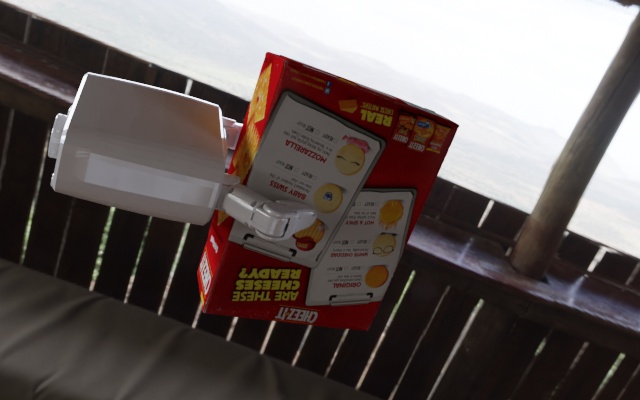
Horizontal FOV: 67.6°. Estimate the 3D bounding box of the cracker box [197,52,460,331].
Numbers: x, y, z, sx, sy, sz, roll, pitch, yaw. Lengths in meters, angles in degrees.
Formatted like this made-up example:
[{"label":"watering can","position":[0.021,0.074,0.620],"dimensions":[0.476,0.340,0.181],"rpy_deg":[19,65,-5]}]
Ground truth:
[{"label":"cracker box","position":[0.000,0.001,0.422],"dimensions":[0.164,0.214,0.072],"rpy_deg":[13,18,-24]}]
